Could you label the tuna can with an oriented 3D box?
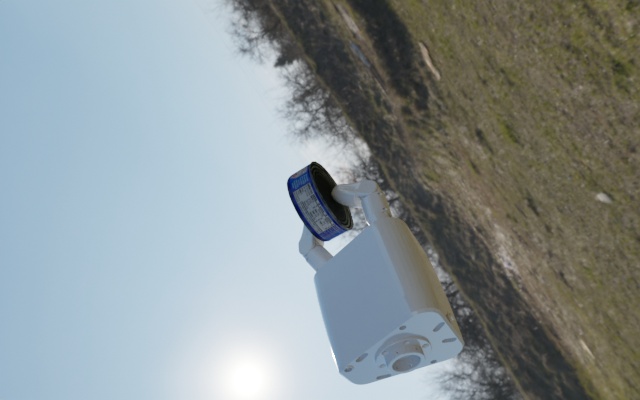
[{"bbox_3d":[0.000,0.002,0.527,0.034,0.086,0.086,-30,-9,16],"label":"tuna can"}]
